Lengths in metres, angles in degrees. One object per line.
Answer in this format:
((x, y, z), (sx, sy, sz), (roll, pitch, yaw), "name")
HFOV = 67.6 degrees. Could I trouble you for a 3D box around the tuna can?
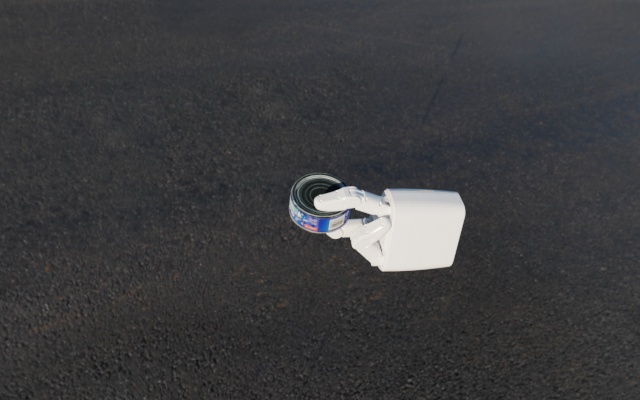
((0.000, 0.002, 0.656), (0.086, 0.086, 0.034), (0, -42, -7), "tuna can")
